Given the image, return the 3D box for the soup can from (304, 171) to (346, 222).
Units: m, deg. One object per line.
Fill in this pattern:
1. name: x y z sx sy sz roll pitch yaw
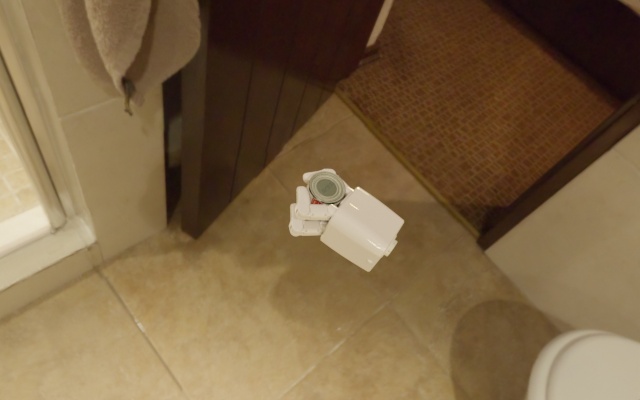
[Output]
1. soup can: 0.000 0.002 0.859 0.068 0.068 0.102 0 -31 -16
